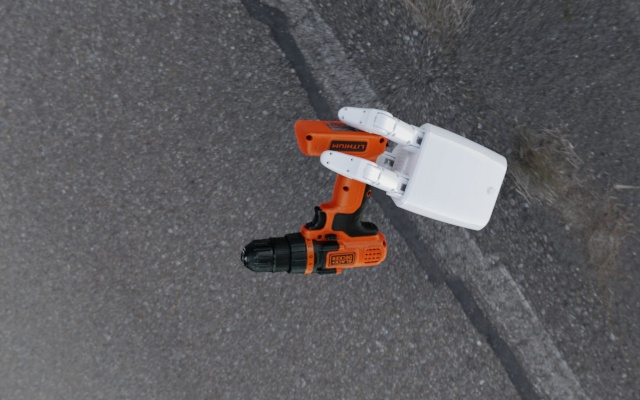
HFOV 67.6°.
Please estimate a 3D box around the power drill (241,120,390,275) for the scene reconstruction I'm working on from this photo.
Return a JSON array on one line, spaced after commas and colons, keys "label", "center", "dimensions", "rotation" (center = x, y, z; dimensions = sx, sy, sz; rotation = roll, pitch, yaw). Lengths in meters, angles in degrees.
[{"label": "power drill", "center": [0.000, 0.001, 0.566], "dimensions": [0.184, 0.188, 0.057], "rotation": [-3, 26, -19]}]
